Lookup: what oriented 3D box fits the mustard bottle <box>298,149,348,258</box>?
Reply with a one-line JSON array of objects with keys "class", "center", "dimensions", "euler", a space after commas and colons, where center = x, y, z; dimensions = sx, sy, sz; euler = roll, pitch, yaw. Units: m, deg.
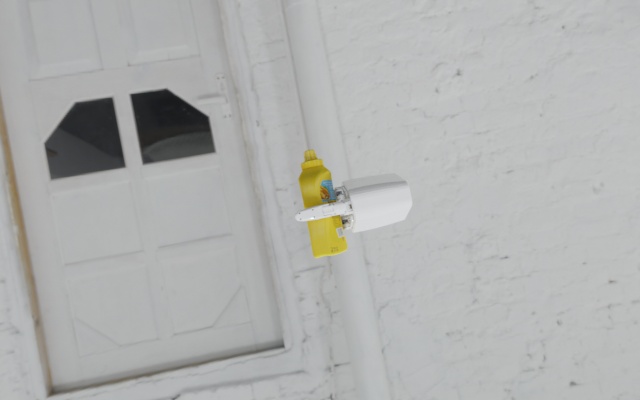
[{"class": "mustard bottle", "center": [0.000, 0.003, 0.859], "dimensions": [0.058, 0.191, 0.096], "euler": [-13, -2, 21]}]
